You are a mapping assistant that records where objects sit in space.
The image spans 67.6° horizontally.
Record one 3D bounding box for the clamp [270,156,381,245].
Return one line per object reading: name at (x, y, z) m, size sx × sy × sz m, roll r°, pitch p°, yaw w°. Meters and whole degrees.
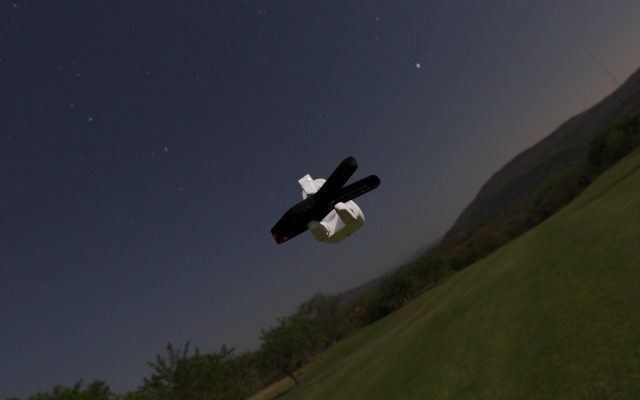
clamp at (-0.001, 0.002, 0.800) m, size 0.210 × 0.036 × 0.164 m, roll -34°, pitch -20°, yaw 6°
